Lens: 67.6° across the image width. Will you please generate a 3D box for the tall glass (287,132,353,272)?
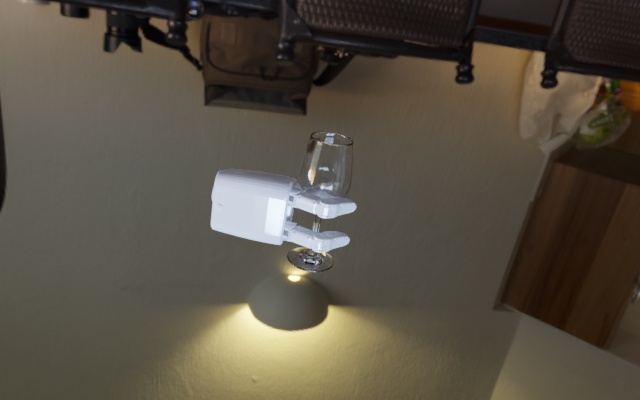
[{"bbox_3d":[0.000,0.003,0.712,0.079,0.201,0.079,9,23,-4],"label":"tall glass"}]
